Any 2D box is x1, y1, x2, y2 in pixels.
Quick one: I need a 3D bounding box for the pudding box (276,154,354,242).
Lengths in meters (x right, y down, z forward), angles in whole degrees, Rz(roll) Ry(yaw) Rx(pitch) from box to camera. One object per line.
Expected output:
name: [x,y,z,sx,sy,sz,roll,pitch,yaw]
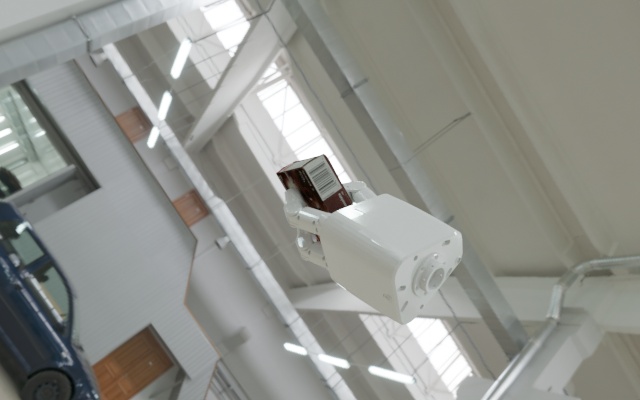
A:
pudding box: [0.000,0.002,0.592,0.039,0.113,0.090,-33,12,-24]
